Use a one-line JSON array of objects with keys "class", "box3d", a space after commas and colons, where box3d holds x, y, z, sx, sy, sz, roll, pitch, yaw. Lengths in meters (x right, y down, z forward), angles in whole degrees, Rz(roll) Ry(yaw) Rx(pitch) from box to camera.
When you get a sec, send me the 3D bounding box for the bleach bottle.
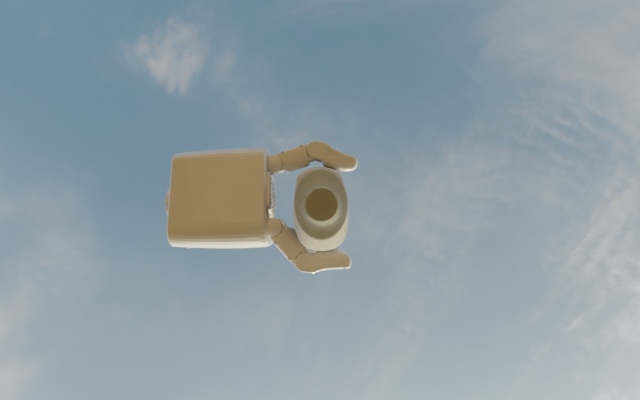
[{"class": "bleach bottle", "box3d": [0.000, 0.002, 0.528, 0.068, 0.102, 0.251, -2, -3, 0]}]
